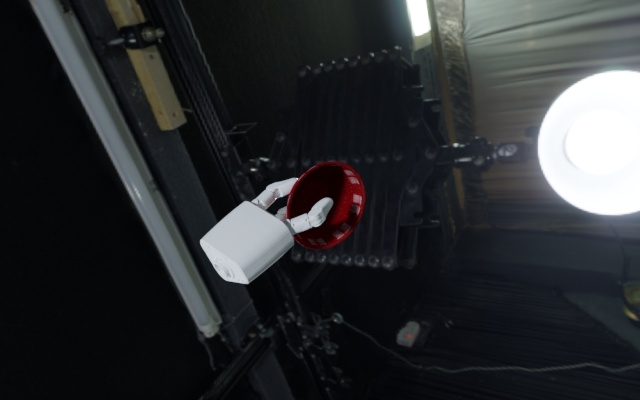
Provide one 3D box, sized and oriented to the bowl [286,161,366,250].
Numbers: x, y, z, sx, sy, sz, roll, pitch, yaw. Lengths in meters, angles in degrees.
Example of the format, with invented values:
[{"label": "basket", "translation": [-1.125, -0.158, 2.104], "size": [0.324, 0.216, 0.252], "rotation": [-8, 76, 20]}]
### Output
[{"label": "bowl", "translation": [0.001, 0.002, 0.846], "size": [0.162, 0.162, 0.055], "rotation": [0, 18, -32]}]
